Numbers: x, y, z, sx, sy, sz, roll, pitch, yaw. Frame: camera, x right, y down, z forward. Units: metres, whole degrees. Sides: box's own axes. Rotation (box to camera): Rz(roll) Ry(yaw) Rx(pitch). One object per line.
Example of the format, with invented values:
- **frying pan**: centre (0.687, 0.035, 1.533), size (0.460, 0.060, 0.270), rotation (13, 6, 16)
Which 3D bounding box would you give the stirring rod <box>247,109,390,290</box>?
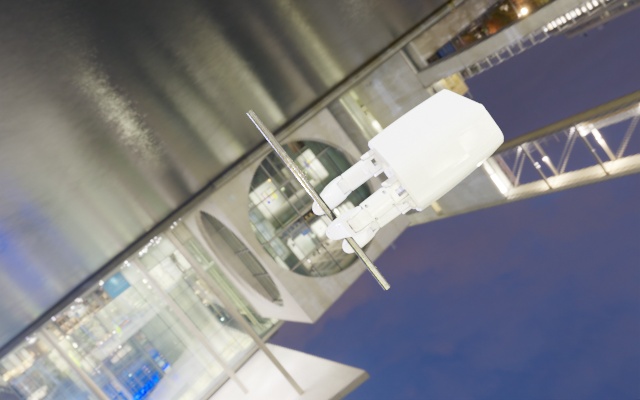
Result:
- **stirring rod**: centre (0.000, 0.002, 0.510), size (0.011, 0.239, 0.011), rotation (-37, 7, 5)
